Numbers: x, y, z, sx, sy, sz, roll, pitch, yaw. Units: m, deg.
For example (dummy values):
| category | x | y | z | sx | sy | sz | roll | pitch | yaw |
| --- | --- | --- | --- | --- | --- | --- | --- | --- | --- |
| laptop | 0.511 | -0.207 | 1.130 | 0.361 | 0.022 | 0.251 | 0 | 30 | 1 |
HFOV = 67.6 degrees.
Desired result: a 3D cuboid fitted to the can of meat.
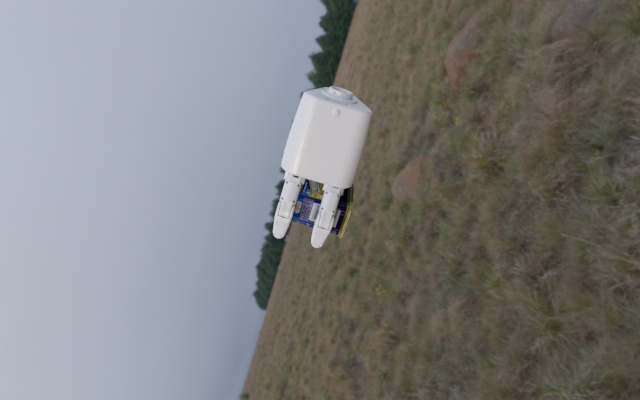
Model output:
| category | x | y | z | sx | sy | sz | roll | pitch | yaw |
| --- | --- | --- | --- | --- | --- | --- | --- | --- | --- |
| can of meat | 0.000 | 0.002 | 0.699 | 0.084 | 0.057 | 0.102 | 16 | 25 | -3 |
